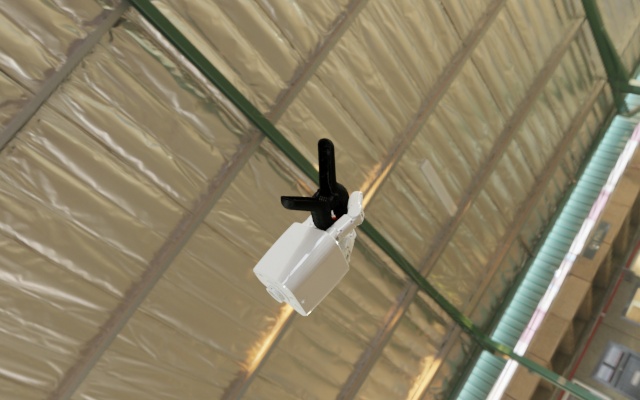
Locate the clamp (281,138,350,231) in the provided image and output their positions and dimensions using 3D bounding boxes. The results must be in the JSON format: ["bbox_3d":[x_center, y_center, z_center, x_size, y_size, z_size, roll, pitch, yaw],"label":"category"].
[{"bbox_3d":[0.000,0.002,0.727,0.039,0.120,0.172,26,-27,39],"label":"clamp"}]
